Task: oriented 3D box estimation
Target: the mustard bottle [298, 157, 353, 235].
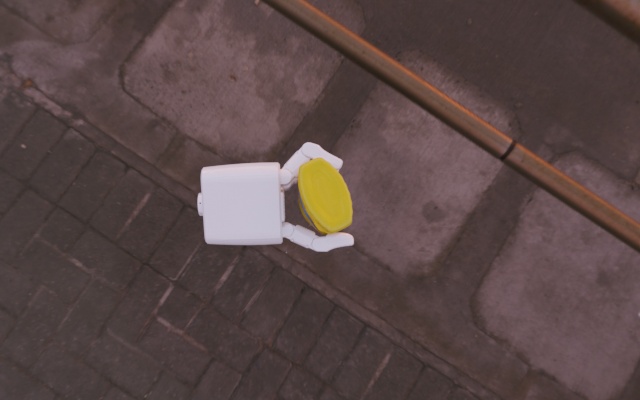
[{"bbox_3d":[0.000,0.002,0.683,0.058,0.096,0.191,-26,-4,-6],"label":"mustard bottle"}]
